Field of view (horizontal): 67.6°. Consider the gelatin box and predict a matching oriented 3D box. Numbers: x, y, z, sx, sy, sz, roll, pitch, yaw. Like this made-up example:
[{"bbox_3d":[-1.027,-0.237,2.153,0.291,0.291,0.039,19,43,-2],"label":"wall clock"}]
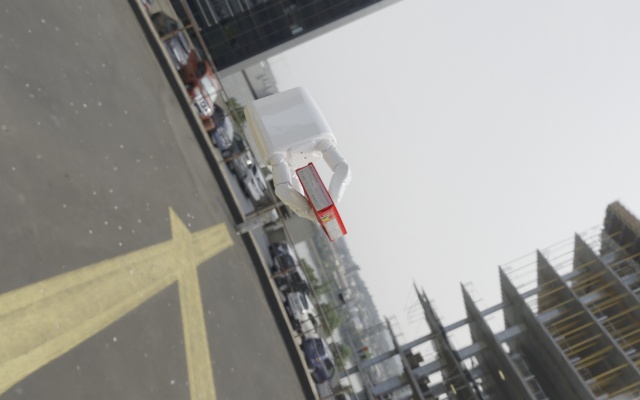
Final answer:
[{"bbox_3d":[0.001,0.002,0.662,0.030,0.089,0.073,-27,-39,-2],"label":"gelatin box"}]
